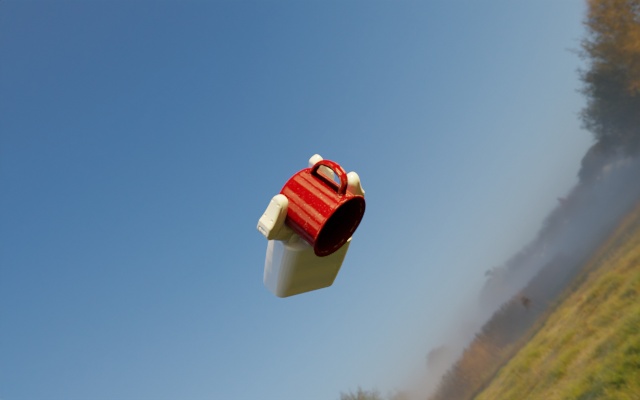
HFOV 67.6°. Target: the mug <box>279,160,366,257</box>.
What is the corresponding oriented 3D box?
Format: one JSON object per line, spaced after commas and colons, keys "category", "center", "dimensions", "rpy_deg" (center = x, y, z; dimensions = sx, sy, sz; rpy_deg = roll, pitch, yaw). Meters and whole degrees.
{"category": "mug", "center": [0.000, 0.001, 0.604], "dimensions": [0.081, 0.117, 0.093], "rpy_deg": [38, 41, 27]}
